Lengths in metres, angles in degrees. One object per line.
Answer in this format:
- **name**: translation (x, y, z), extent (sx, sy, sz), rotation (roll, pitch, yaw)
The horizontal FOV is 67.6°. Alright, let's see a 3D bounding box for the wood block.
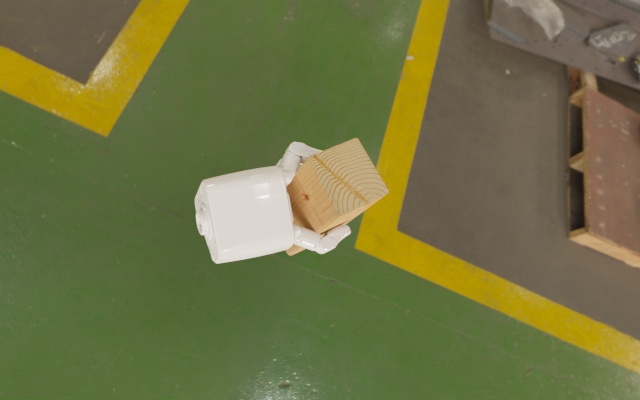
- **wood block**: translation (0.000, 0.003, 0.719), extent (0.090, 0.091, 0.206), rotation (-25, -9, -29)
